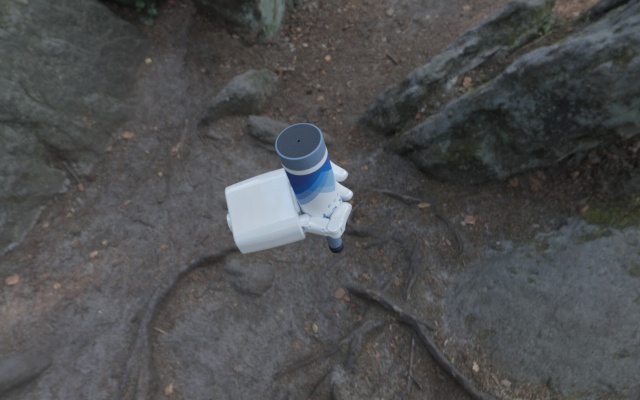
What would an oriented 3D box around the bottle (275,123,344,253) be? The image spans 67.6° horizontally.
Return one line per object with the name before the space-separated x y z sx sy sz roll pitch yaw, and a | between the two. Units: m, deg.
bottle | 0.000 0.002 0.764 0.069 0.069 0.296 0 -35 14
